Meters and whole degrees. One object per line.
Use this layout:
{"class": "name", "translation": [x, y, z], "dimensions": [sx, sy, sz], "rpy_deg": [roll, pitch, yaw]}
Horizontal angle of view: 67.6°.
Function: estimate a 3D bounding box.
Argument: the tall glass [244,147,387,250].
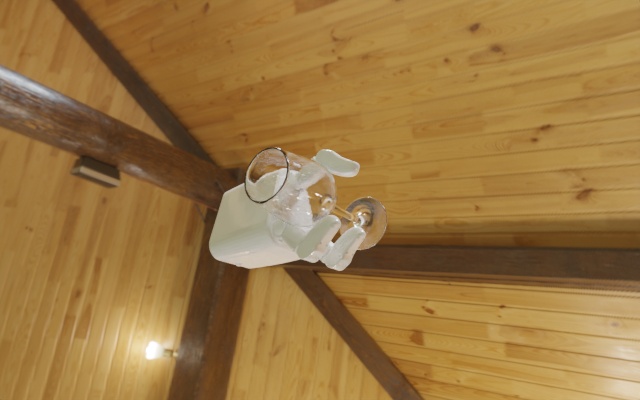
{"class": "tall glass", "translation": [0.001, 0.002, 0.572], "dimensions": [0.079, 0.079, 0.201], "rpy_deg": [0, -17, 37]}
